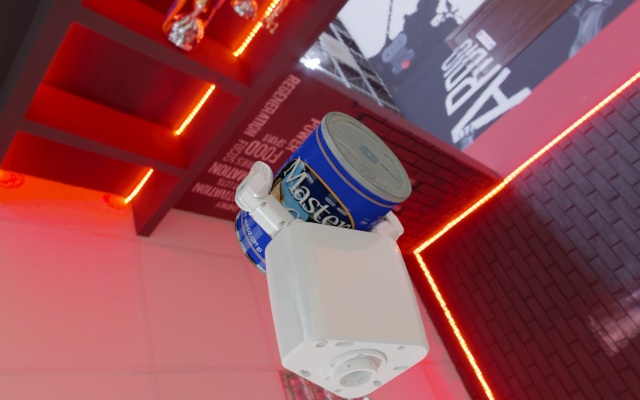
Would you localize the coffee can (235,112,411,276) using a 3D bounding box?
[{"bbox_3d":[0.000,0.001,0.454,0.140,0.102,0.103,-45,-25,28],"label":"coffee can"}]
